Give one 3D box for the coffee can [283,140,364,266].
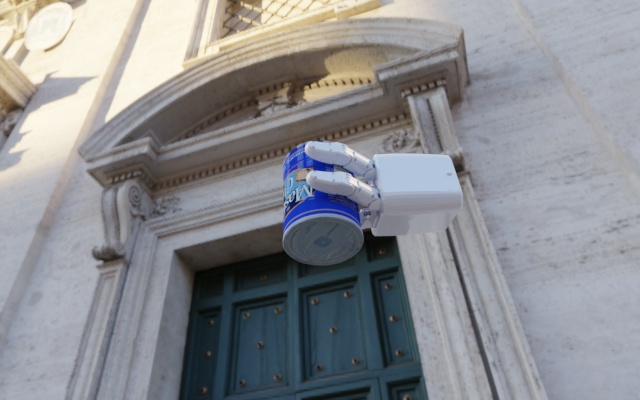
[{"bbox_3d":[0.000,0.002,0.649,0.103,0.140,0.103,-2,-41,-2],"label":"coffee can"}]
